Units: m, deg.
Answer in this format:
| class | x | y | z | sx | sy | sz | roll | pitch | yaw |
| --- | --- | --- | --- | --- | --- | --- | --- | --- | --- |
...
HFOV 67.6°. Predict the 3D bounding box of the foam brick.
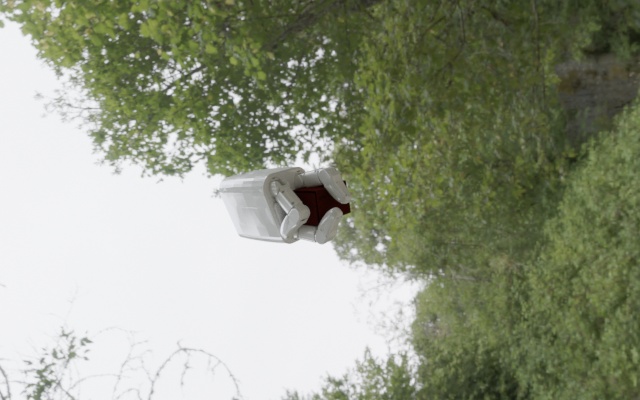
| class | x | y | z | sx | sy | sz | roll | pitch | yaw |
| --- | --- | --- | --- | --- | --- | --- | --- | --- | --- |
| foam brick | 0.000 | 0.002 | 0.712 | 0.051 | 0.053 | 0.078 | 0 | 13 | 39 |
